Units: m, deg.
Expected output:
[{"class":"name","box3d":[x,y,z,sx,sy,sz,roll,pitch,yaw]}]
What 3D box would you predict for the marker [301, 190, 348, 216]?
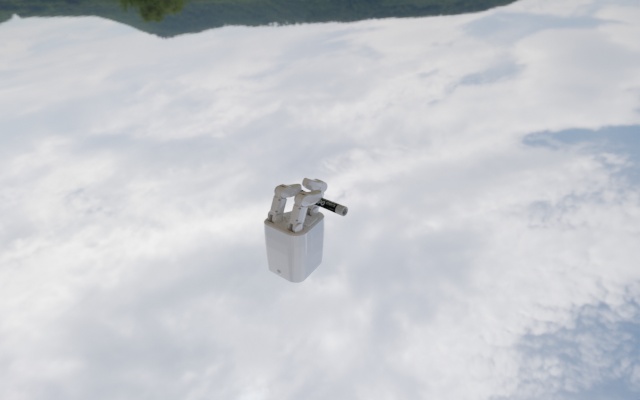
[{"class":"marker","box3d":[0.000,0.003,0.886,0.121,0.020,0.020,21,14,40]}]
